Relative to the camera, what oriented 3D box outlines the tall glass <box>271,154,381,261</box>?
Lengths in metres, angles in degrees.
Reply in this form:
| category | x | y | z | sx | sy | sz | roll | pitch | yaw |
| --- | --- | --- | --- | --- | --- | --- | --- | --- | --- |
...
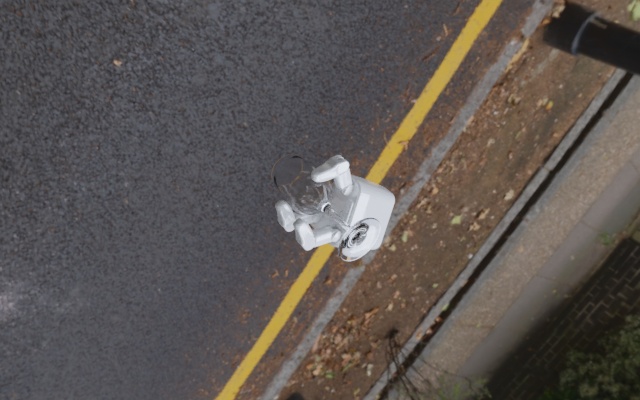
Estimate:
| category | x | y | z | sx | sy | sz | roll | pitch | yaw |
| --- | --- | --- | --- | --- | --- | --- | --- | --- | --- |
| tall glass | 0.000 | 0.003 | 0.728 | 0.079 | 0.079 | 0.201 | 0 | 32 | -42 |
